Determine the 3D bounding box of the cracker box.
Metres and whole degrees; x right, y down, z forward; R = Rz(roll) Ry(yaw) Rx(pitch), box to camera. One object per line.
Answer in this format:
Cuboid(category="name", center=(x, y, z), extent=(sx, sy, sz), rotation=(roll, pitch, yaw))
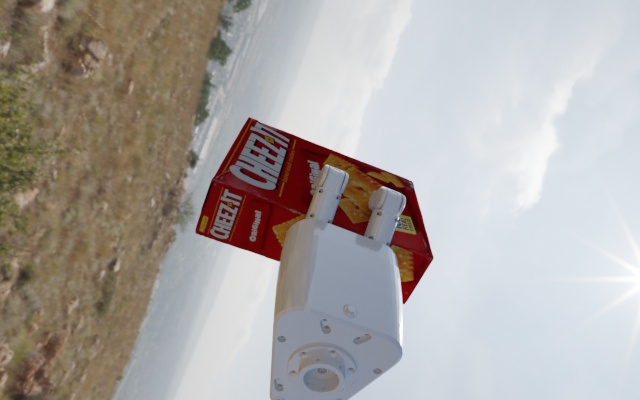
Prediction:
Cuboid(category="cracker box", center=(0.000, 0.002, 0.504), extent=(0.214, 0.072, 0.164), rotation=(21, 28, -8))
